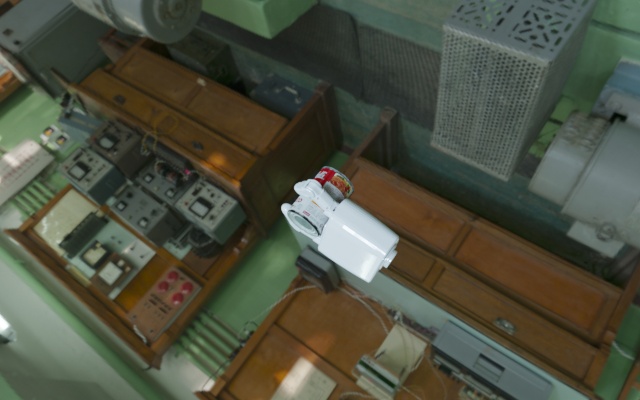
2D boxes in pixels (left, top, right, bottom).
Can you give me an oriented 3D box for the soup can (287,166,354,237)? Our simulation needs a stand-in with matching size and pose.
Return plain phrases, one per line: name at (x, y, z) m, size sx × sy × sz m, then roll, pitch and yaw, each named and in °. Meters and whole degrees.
soup can at (0.000, 0.003, 0.801) m, size 0.068 × 0.102 × 0.068 m, roll 34°, pitch -20°, yaw 14°
